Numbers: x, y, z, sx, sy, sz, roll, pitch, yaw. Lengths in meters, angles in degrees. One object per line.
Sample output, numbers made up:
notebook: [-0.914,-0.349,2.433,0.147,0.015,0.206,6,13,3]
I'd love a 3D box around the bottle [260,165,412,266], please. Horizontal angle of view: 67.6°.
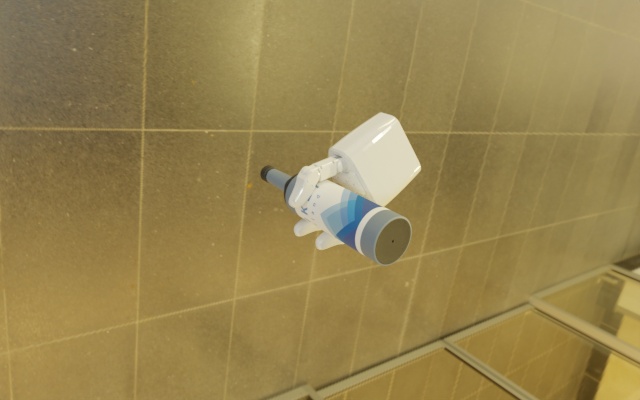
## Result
bottle: [0.000,0.002,0.692,0.069,0.069,0.295,0,19,-40]
